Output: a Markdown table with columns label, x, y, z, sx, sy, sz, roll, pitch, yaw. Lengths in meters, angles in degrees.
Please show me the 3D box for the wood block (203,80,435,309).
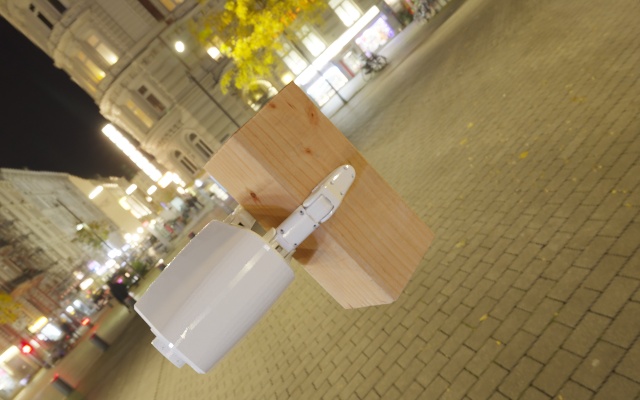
| label | x | y | z | sx | sy | sz | roll | pitch | yaw |
| --- | --- | --- | --- | --- | --- | --- | --- | --- | --- |
| wood block | 0.000 | 0.002 | 0.468 | 0.090 | 0.206 | 0.091 | -51 | 13 | -32 |
